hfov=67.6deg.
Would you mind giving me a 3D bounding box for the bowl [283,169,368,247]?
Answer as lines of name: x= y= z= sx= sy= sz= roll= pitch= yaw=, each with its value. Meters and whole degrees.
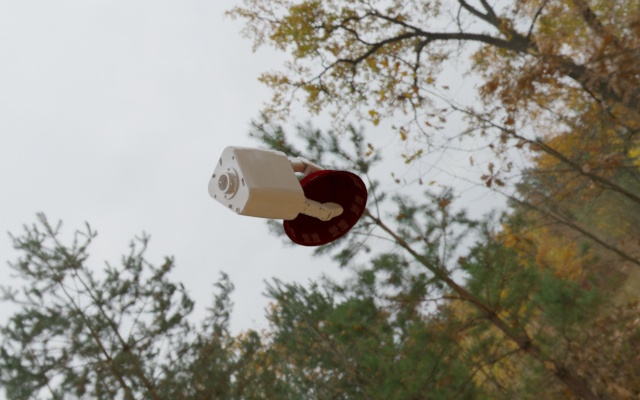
bowl: x=0.001 y=0.003 z=0.837 sx=0.162 sy=0.162 sz=0.055 roll=0 pitch=35 yaw=-31
